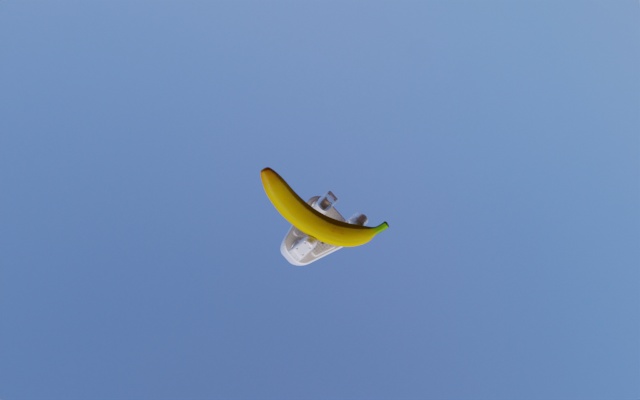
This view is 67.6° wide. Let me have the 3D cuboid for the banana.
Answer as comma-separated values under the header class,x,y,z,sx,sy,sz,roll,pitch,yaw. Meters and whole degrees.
class,x,y,z,sx,sy,sz,roll,pitch,yaw
banana,-0.005,0.020,0.687,0.198,0.069,0.037,24,12,-8
